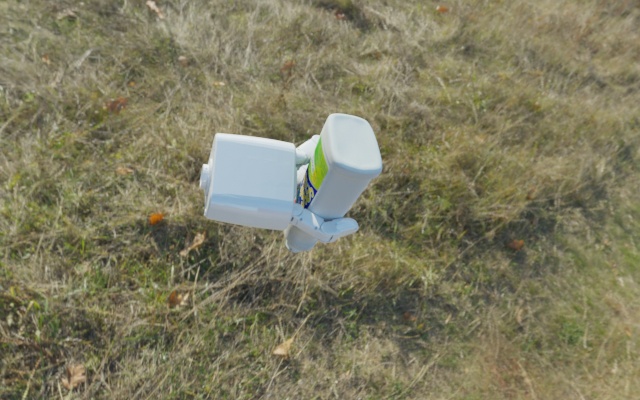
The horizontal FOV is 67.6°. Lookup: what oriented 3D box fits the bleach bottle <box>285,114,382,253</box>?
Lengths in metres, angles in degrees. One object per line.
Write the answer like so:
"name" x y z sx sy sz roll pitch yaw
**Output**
"bleach bottle" 0.000 0.002 0.667 0.068 0.102 0.251 7 -40 -19
